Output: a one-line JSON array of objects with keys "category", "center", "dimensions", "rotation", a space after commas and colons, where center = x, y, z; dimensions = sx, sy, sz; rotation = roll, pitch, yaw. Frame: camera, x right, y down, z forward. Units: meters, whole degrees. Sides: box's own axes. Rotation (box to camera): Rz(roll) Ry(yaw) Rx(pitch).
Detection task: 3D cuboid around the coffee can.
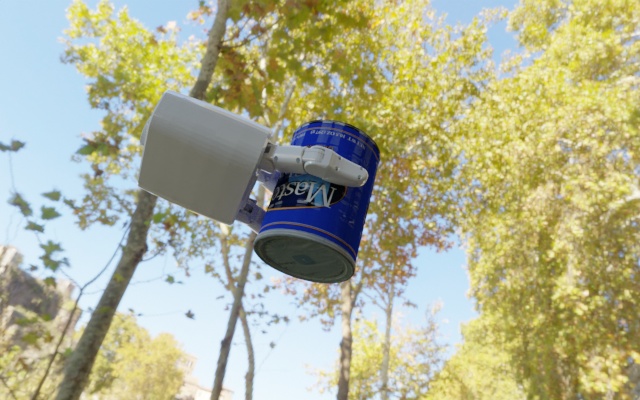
[{"category": "coffee can", "center": [0.000, 0.002, 0.501], "dimensions": [0.103, 0.140, 0.103], "rotation": [12, -30, 7]}]
